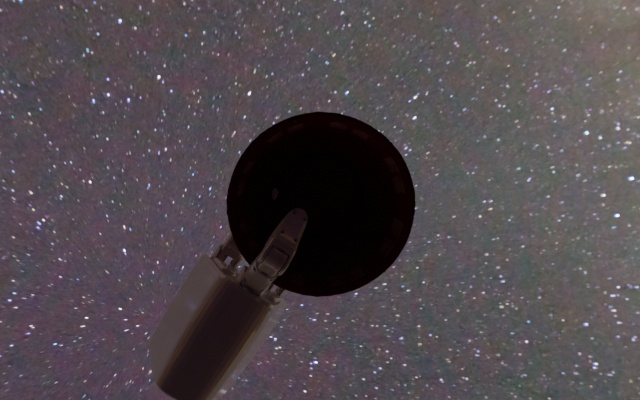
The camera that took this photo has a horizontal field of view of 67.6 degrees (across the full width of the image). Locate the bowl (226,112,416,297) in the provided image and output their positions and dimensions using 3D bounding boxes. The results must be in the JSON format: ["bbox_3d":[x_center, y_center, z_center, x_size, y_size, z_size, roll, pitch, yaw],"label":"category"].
[{"bbox_3d":[0.001,0.000,0.433,0.162,0.162,0.055,0,11,-2],"label":"bowl"}]
